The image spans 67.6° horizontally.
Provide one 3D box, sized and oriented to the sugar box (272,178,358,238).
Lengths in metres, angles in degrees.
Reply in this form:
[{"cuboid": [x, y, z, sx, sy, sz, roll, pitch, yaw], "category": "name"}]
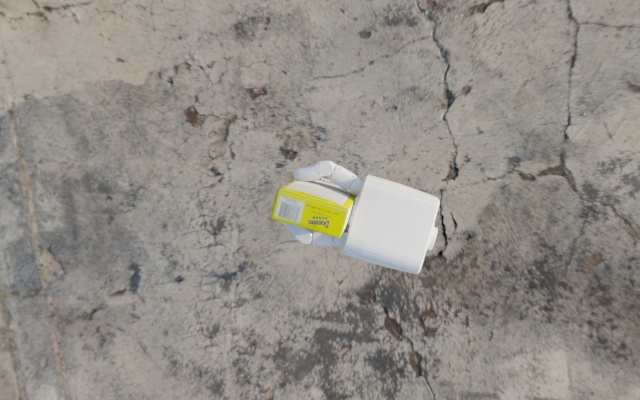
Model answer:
[{"cuboid": [0.000, 0.003, 0.668, 0.093, 0.048, 0.176, 17, 9, 7], "category": "sugar box"}]
